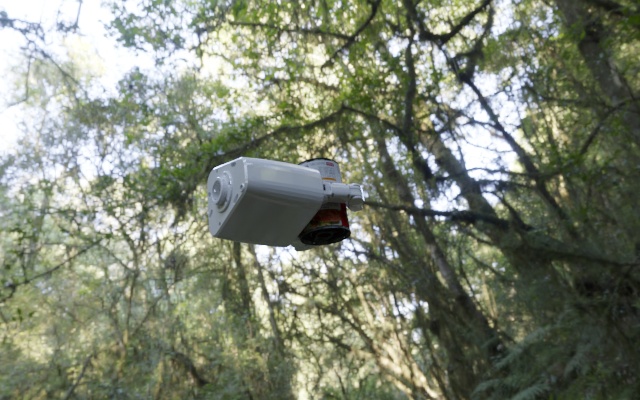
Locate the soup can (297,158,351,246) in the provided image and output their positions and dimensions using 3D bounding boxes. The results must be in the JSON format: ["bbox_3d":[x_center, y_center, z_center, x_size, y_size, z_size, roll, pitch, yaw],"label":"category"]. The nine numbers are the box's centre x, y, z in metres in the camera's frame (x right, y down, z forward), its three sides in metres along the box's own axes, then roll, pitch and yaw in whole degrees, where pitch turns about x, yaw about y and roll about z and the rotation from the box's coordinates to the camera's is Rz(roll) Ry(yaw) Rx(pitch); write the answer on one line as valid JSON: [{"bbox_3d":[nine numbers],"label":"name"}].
[{"bbox_3d":[0.001,0.002,0.646,0.068,0.102,0.068,-7,-23,-3],"label":"soup can"}]
